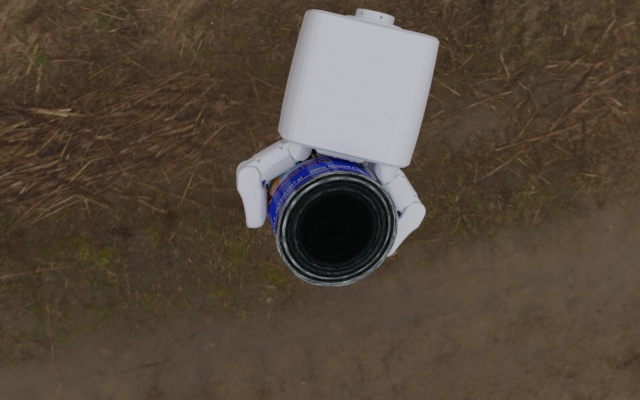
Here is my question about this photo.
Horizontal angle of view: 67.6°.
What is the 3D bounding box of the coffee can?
[{"bbox_3d":[0.000,0.002,0.449,0.103,0.103,0.140,0,20,-13],"label":"coffee can"}]
